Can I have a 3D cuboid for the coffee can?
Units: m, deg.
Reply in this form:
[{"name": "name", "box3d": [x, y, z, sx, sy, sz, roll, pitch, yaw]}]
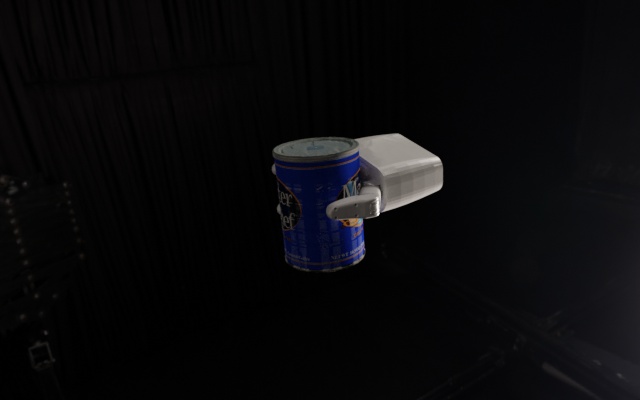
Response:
[{"name": "coffee can", "box3d": [0.000, 0.002, 0.583, 0.103, 0.140, 0.102, -4, 19, 1]}]
